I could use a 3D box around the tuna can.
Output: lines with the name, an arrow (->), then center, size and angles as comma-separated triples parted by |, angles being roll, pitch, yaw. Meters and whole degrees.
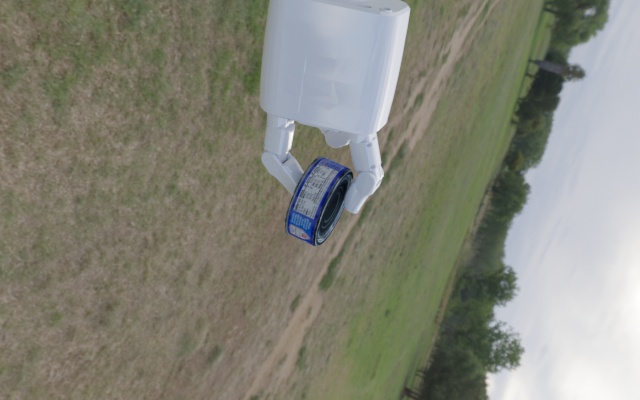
tuna can -> 0.001, 0.002, 0.475 | 0.034, 0.086, 0.086 | 25, 6, 14
